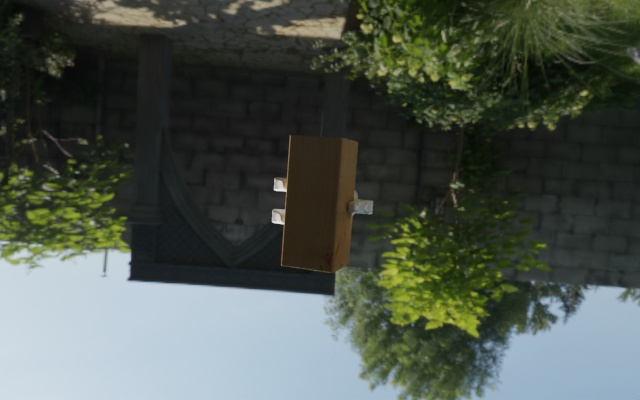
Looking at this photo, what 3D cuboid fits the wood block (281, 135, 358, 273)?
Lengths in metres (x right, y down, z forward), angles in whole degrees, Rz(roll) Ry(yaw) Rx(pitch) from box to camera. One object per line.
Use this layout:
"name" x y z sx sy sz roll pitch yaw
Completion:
"wood block" 0.001 0.003 0.773 0.091 0.206 0.090 5 4 20
